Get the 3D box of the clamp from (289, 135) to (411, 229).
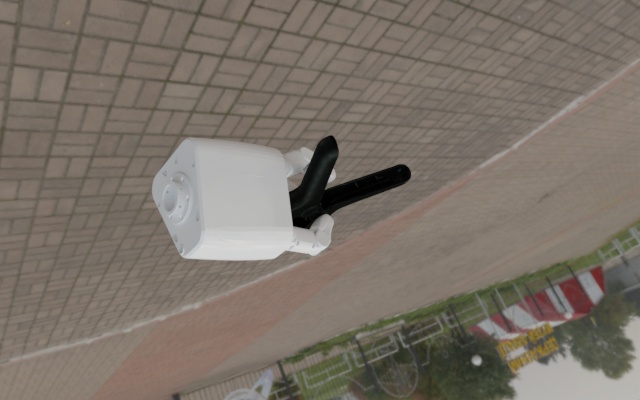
[{"bbox_3d":[0.000,0.003,0.578,0.164,0.036,0.210,7,-36,-45],"label":"clamp"}]
